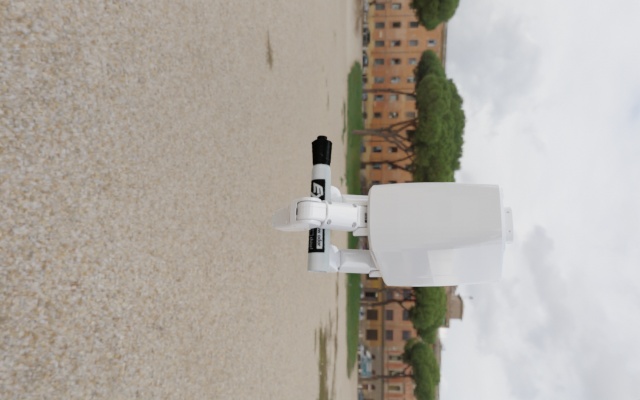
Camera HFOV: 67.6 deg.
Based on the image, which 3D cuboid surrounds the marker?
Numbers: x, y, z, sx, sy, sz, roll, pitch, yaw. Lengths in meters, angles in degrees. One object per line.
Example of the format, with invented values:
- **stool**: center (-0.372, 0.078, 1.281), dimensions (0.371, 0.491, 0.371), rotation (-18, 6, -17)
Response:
- **marker**: center (0.000, 0.001, 0.415), dimensions (0.020, 0.121, 0.020), rotation (2, -14, 0)
